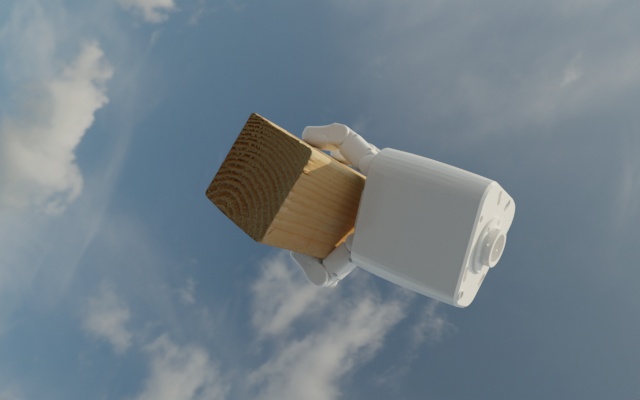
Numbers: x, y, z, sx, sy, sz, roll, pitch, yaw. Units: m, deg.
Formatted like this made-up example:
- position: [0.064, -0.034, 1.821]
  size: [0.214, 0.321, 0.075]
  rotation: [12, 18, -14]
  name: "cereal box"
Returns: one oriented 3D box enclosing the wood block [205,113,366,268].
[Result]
- position: [0.000, 0.002, 0.490]
  size: [0.090, 0.091, 0.206]
  rotation: [36, 7, 36]
  name: "wood block"
